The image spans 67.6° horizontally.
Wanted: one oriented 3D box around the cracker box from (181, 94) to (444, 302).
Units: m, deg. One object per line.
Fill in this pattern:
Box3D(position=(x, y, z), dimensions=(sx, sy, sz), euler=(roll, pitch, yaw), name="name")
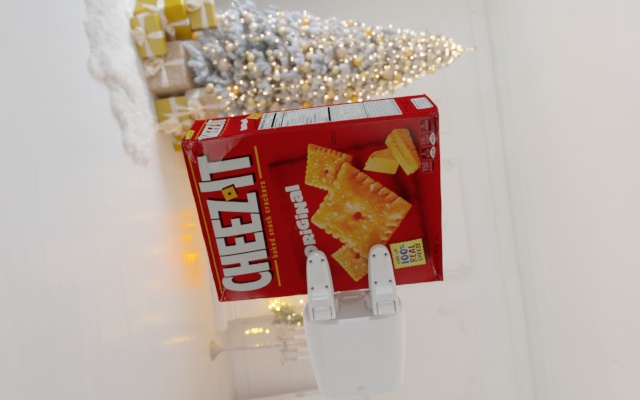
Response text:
Box3D(position=(0.000, 0.001, 0.436), dimensions=(0.214, 0.164, 0.072), euler=(-6, 24, 2), name="cracker box")
